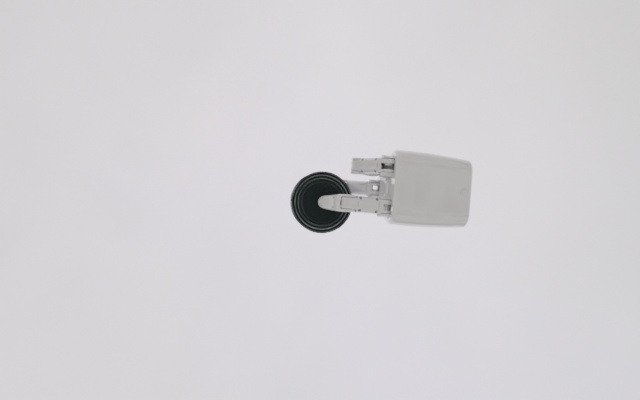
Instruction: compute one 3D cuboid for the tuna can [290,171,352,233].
[{"bbox_3d":[0.000,0.002,0.674,0.086,0.086,0.034,0,2,-9],"label":"tuna can"}]
